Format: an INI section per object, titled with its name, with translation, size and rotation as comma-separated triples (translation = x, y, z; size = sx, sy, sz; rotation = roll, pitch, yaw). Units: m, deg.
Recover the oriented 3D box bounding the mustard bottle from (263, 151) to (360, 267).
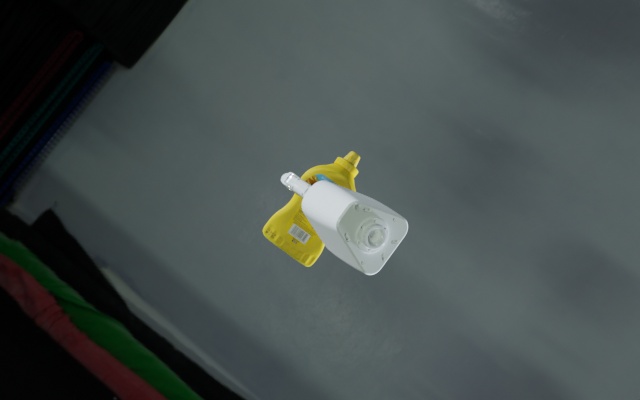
[mustard bottle]
translation = 0.000, 0.003, 0.758
size = 0.096, 0.191, 0.058
rotation = 37, -4, -6
